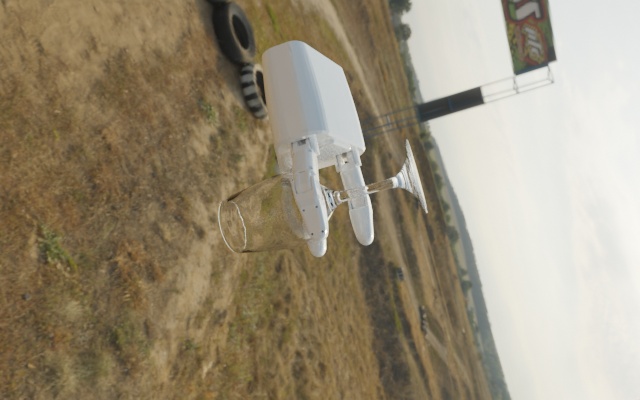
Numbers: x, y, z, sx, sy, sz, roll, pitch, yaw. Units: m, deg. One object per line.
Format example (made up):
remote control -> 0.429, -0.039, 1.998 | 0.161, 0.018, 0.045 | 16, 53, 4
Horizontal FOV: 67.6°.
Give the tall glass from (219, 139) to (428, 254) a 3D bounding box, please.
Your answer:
tall glass -> 0.001, 0.002, 0.485 | 0.201, 0.079, 0.079 | -15, -4, 13
